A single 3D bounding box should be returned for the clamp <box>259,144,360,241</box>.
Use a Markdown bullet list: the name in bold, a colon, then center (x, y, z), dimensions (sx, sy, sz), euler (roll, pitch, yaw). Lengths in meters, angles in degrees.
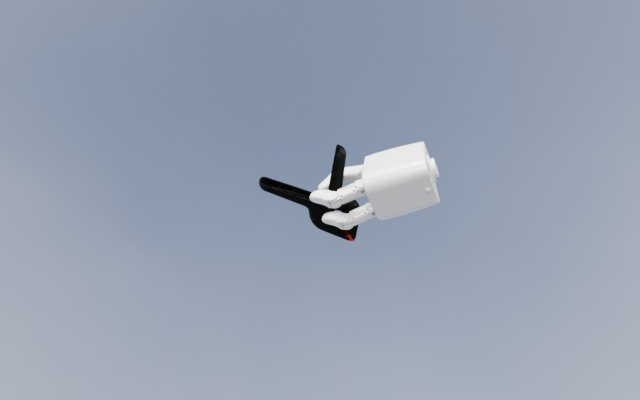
- **clamp**: center (0.001, 0.003, 0.854), dimensions (0.164, 0.036, 0.210), euler (-15, -49, 18)
